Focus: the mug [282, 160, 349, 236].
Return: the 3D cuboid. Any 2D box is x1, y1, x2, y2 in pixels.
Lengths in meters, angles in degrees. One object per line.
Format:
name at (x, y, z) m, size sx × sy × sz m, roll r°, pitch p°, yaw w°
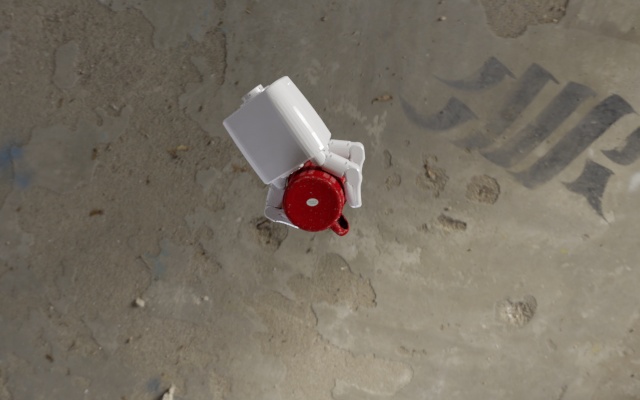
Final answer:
mug at (0.001, 0.003, 0.665) m, size 0.093 × 0.117 × 0.081 m, roll -33°, pitch 12°, yaw 16°
